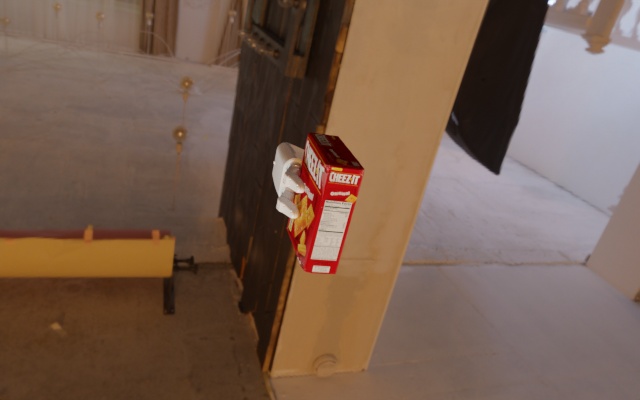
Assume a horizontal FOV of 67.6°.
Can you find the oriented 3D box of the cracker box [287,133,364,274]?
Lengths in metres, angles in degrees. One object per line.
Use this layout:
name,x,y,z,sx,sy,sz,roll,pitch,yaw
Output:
cracker box,0.000,0.003,0.885,0.072,0.214,0.164,5,26,-18
